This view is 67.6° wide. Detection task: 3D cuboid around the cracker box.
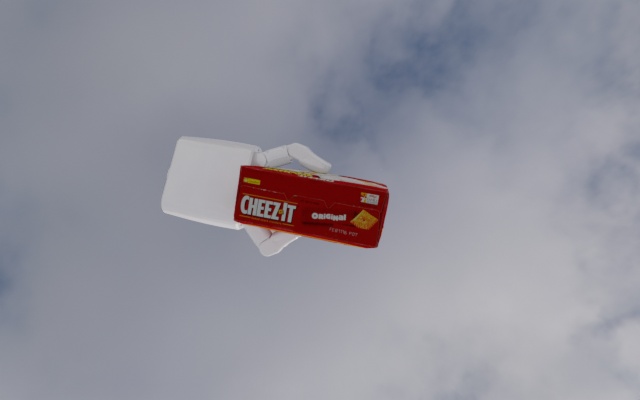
[{"bbox_3d":[0.000,0.002,0.611,0.164,0.072,0.213,10,5,6],"label":"cracker box"}]
